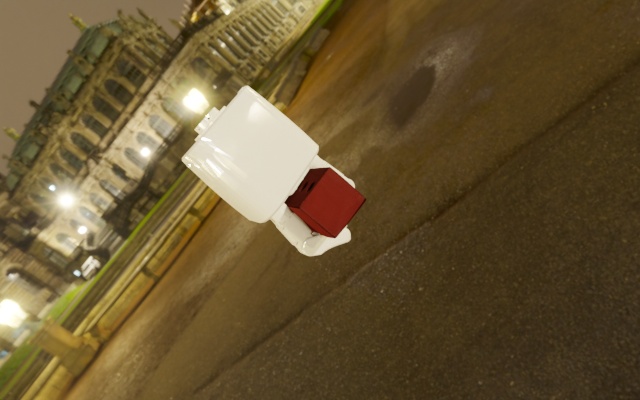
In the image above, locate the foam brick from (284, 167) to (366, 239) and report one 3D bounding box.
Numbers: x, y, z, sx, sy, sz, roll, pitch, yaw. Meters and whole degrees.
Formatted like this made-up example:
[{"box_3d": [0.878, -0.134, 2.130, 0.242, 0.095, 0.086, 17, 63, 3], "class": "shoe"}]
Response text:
[{"box_3d": [0.000, 0.002, 0.500, 0.051, 0.053, 0.078, 42, -12, -16], "class": "foam brick"}]
